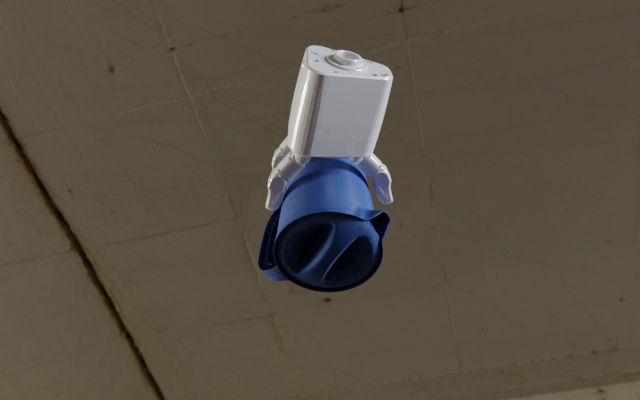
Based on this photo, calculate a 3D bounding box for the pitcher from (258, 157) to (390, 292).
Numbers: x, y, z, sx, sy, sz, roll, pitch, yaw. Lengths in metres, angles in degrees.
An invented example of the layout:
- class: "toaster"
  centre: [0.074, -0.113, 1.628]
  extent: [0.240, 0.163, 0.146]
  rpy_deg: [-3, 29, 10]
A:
- class: "pitcher"
  centre: [0.000, 0.002, 0.668]
  extent: [0.149, 0.145, 0.242]
  rpy_deg: [8, 36, -6]
